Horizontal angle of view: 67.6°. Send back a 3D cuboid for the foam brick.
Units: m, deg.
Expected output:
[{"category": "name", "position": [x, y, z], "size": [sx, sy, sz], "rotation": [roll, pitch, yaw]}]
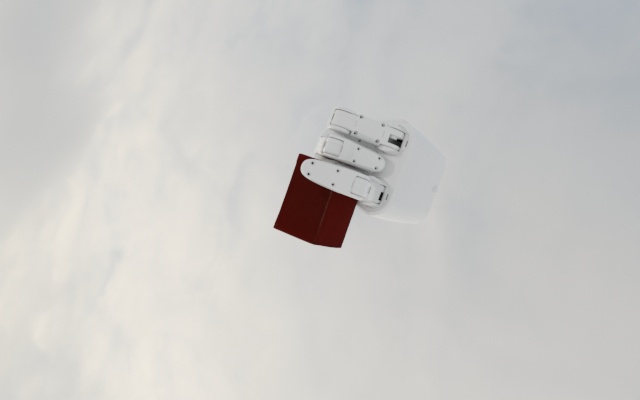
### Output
[{"category": "foam brick", "position": [0.000, 0.002, 0.463], "size": [0.053, 0.078, 0.051], "rotation": [22, 3, 34]}]
